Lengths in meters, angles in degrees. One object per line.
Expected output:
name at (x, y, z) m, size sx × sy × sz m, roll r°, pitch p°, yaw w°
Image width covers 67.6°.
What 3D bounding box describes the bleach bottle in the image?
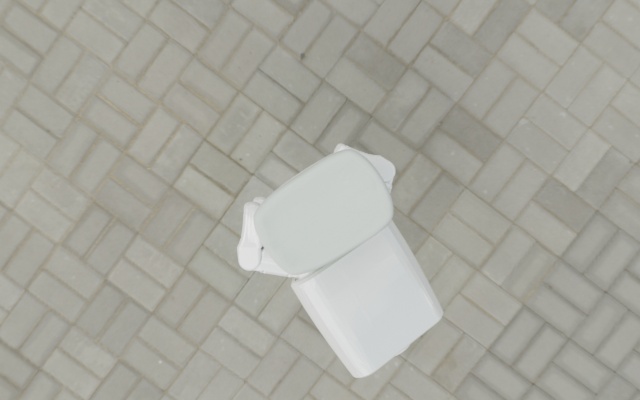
bleach bottle at (0.000, 0.002, 0.462) m, size 0.102 × 0.068 × 0.251 m, roll -32°, pitch 4°, yaw 2°
